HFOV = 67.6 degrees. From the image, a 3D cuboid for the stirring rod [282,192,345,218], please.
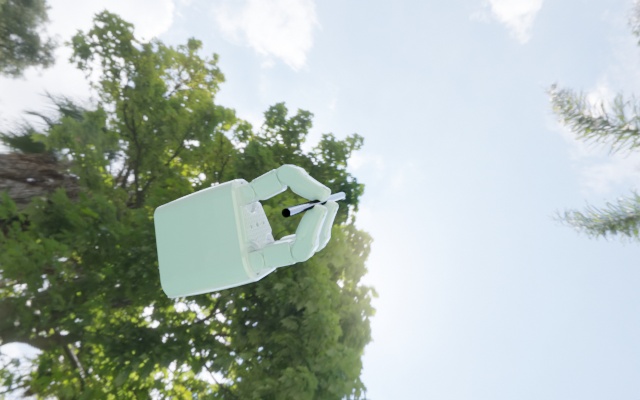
[{"bbox_3d":[0.000,0.002,0.516,0.011,0.011,0.239,0,4,14],"label":"stirring rod"}]
